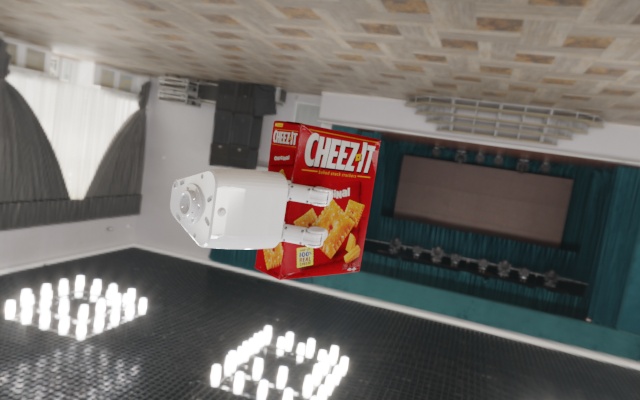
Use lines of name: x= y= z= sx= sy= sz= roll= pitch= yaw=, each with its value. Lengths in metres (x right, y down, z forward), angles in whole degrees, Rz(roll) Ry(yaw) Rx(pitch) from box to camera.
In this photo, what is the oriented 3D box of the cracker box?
cracker box: x=0.000 y=0.002 z=0.704 sx=0.164 sy=0.214 sz=0.072 roll=3 pitch=8 yaw=-43
